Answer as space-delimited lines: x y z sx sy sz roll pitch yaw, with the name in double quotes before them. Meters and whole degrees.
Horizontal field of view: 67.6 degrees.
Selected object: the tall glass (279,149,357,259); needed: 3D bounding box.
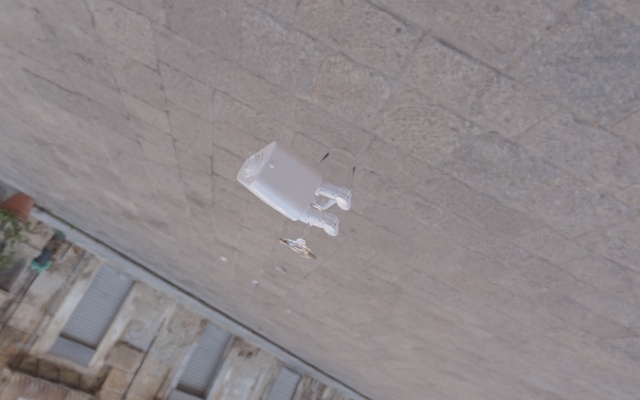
"tall glass" 0.000 0.004 0.881 0.079 0.201 0.079 23 -20 9
